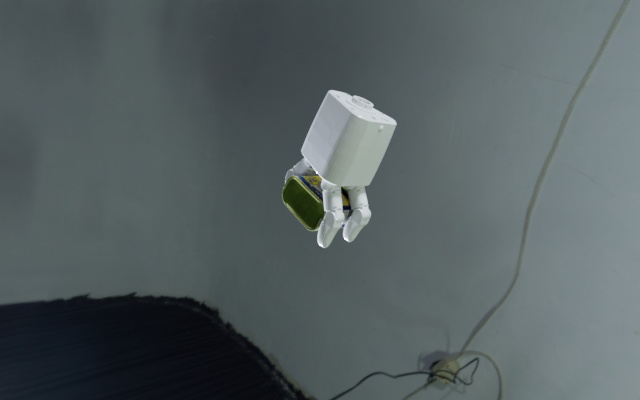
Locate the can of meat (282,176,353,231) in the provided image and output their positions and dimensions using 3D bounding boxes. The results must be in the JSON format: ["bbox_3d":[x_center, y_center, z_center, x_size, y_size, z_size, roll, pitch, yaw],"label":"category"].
[{"bbox_3d":[0.000,0.002,0.752,0.084,0.057,0.102,-3,38,-47],"label":"can of meat"}]
